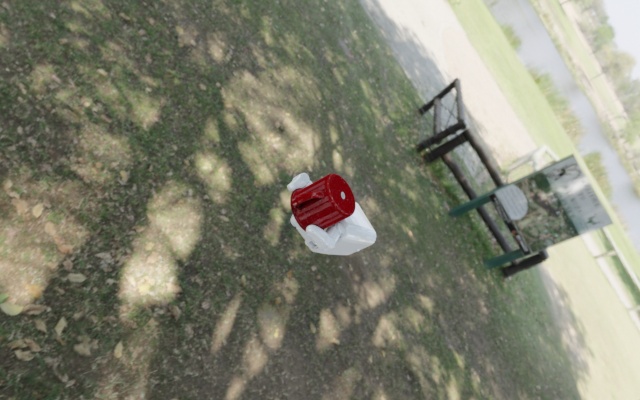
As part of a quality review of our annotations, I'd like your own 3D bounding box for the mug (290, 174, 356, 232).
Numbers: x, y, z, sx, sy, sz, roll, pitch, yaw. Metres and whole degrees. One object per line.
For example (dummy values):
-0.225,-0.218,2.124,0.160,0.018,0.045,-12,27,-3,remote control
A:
-0.001,0.002,0.828,0.081,0.093,0.117,-28,-24,31,mug
